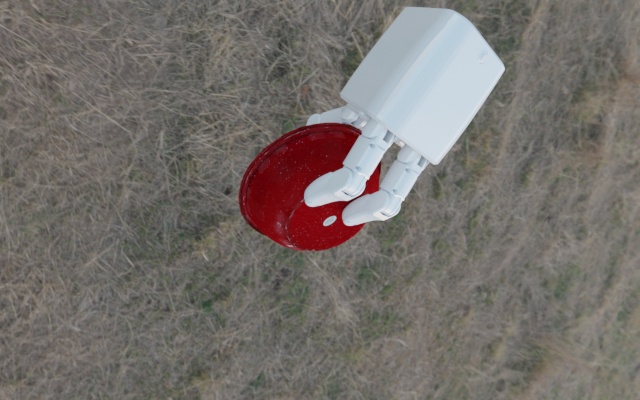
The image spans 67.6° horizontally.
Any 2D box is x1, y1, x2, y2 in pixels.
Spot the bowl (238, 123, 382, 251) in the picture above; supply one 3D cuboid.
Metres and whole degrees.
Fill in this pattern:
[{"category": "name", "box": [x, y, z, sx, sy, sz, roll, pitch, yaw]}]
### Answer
[{"category": "bowl", "box": [0.000, 0.003, 0.496, 0.162, 0.162, 0.055, 0, 41, -27]}]
